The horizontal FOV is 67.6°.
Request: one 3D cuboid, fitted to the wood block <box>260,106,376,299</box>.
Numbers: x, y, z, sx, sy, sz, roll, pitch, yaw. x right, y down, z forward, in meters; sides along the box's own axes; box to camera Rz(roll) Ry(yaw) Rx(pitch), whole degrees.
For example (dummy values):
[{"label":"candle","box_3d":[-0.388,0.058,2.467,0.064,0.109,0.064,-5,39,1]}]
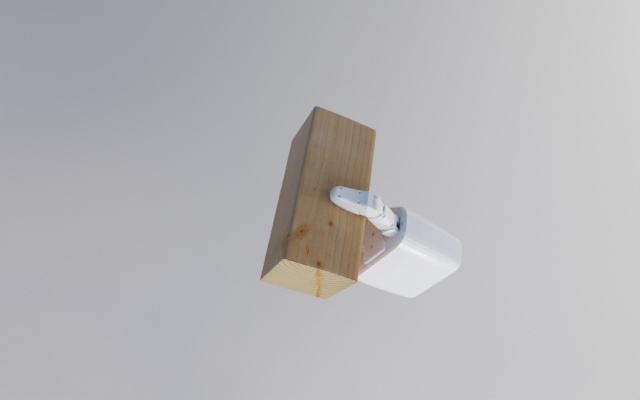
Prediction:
[{"label":"wood block","box_3d":[0.001,0.002,0.586,0.090,0.206,0.091,19,-30,-17]}]
